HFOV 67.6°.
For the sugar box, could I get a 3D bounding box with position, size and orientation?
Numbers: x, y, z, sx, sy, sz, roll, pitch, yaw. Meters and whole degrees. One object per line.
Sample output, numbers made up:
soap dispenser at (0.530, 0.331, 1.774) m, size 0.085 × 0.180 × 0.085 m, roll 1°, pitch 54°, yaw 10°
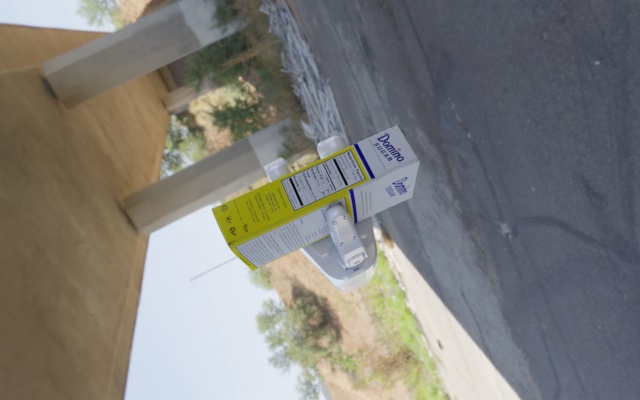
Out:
sugar box at (0.000, 0.001, 0.437) m, size 0.176 × 0.048 × 0.093 m, roll -27°, pitch -21°, yaw -4°
